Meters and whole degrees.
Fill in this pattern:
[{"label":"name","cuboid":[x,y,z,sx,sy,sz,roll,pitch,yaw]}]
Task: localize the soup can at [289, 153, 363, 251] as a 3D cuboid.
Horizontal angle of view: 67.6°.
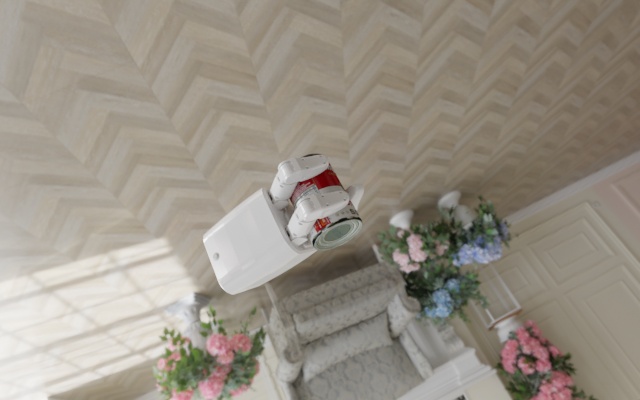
[{"label":"soup can","cuboid":[0.001,0.002,0.589,0.068,0.102,0.068,-22,-28,-12]}]
